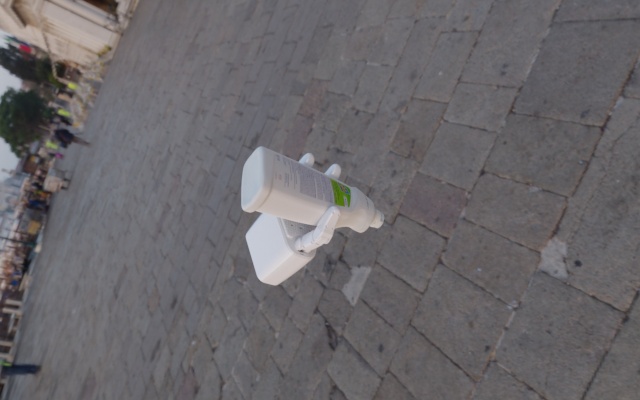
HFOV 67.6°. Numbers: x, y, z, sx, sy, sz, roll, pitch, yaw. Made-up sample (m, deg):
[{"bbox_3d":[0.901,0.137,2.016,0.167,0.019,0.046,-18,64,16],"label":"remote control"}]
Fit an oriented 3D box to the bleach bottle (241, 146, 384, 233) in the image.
[{"bbox_3d":[0.000,0.002,0.760,0.251,0.102,0.068,21,-45,-30],"label":"bleach bottle"}]
